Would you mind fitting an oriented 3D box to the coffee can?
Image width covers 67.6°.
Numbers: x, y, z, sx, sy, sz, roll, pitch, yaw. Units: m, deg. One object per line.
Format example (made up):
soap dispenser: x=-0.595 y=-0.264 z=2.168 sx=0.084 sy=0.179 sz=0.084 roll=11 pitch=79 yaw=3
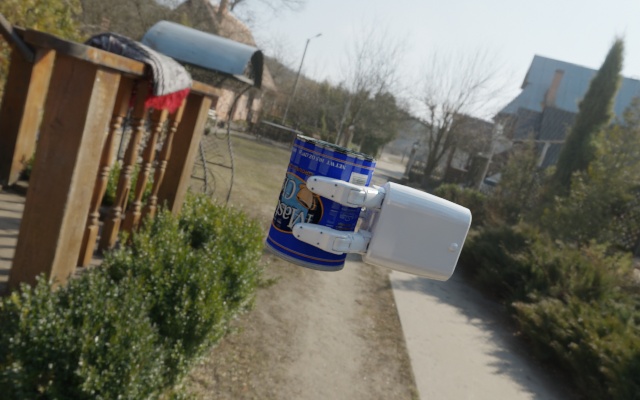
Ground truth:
coffee can: x=0.000 y=0.002 z=0.583 sx=0.103 sy=0.140 sz=0.103 roll=17 pitch=9 yaw=-3
